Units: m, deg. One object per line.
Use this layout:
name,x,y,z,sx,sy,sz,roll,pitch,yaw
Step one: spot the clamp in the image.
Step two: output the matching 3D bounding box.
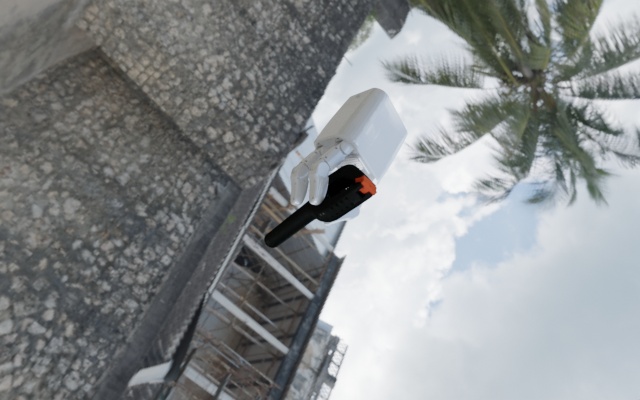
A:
clamp,0.001,0.003,0.699,0.036,0.164,0.210,40,-21,-23
